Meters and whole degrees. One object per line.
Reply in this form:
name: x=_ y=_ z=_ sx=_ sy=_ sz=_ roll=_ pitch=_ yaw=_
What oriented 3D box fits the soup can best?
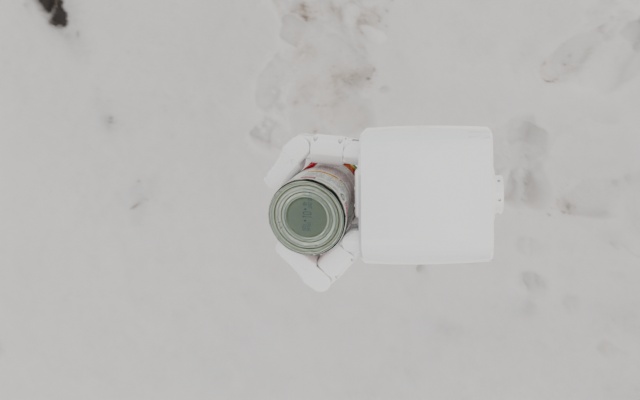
soup can: x=0.000 y=0.001 z=0.437 sx=0.068 sy=0.068 sz=0.102 roll=0 pitch=16 yaw=14
